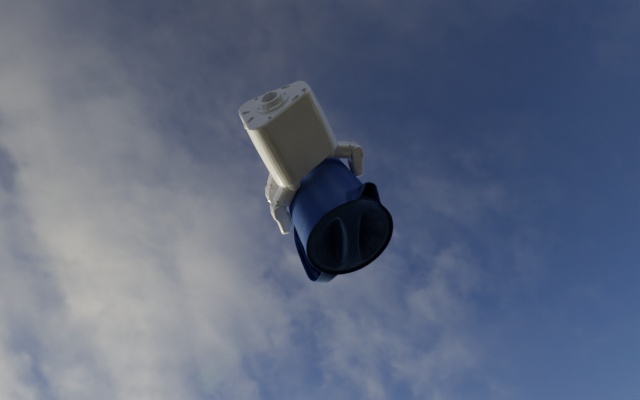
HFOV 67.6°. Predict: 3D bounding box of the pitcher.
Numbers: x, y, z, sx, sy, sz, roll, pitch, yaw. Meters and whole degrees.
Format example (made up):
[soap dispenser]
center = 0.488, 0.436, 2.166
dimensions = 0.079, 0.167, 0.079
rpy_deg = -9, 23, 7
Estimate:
[pitcher]
center = 0.000, 0.002, 0.765
dimensions = 0.149, 0.145, 0.242
rpy_deg = -29, 39, -2
